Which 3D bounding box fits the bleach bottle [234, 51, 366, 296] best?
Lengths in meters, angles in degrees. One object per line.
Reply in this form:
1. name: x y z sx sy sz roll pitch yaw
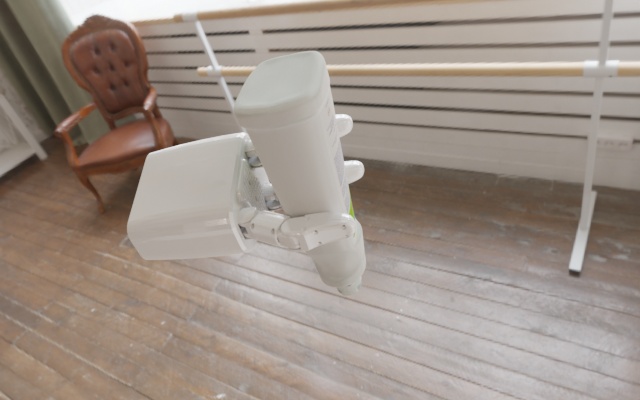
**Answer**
1. bleach bottle: 0.000 0.001 0.438 0.068 0.251 0.102 -8 38 13
